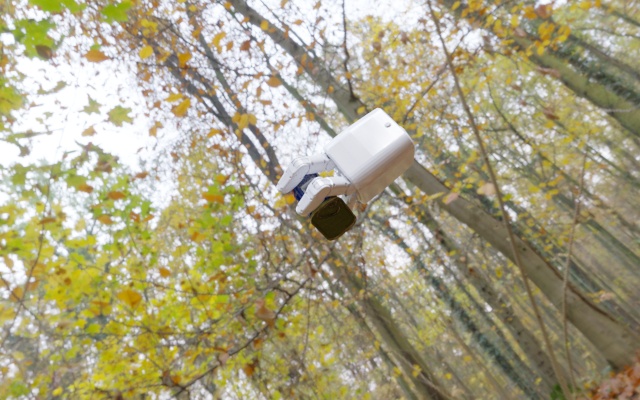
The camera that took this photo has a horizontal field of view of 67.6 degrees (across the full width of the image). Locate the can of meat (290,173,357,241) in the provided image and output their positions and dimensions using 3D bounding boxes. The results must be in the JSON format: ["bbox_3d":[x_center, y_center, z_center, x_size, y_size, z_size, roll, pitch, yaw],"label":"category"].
[{"bbox_3d":[0.000,0.002,0.732,0.057,0.084,0.102,-39,-33,2],"label":"can of meat"}]
